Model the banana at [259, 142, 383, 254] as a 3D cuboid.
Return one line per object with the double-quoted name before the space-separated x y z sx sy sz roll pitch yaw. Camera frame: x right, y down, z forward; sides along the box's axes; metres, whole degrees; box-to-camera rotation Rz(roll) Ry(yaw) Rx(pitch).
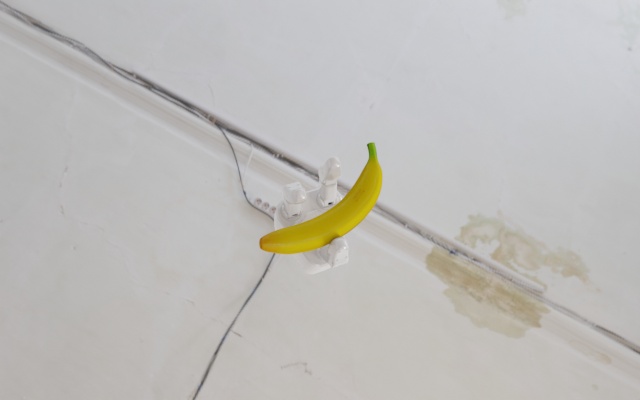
"banana" 0.015 0.014 0.599 0.197 0.069 0.037 -42 1 -16
